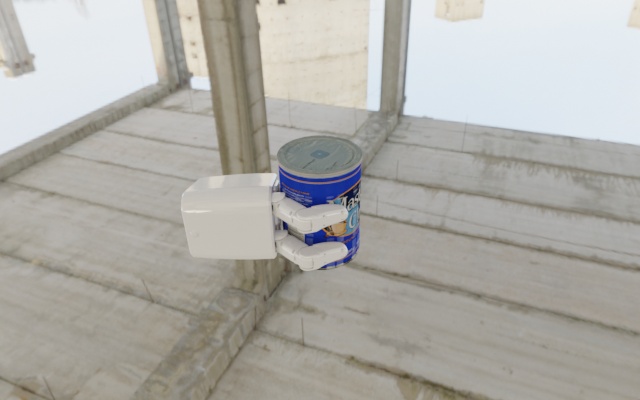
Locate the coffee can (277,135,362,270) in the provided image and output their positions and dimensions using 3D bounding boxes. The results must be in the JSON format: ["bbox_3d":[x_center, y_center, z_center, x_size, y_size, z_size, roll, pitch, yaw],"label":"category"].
[{"bbox_3d":[0.000,0.002,0.608,0.103,0.140,0.102,-1,32,1],"label":"coffee can"}]
